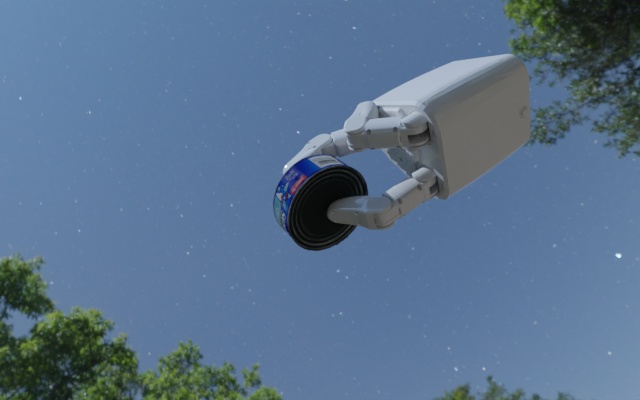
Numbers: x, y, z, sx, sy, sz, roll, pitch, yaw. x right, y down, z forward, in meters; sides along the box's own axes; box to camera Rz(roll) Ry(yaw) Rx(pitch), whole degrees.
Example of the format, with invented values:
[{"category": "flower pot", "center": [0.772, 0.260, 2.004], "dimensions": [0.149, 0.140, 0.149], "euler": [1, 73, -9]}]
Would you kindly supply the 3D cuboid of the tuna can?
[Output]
[{"category": "tuna can", "center": [0.000, 0.001, 0.441], "dimensions": [0.086, 0.086, 0.033], "euler": [0, 26, -36]}]
